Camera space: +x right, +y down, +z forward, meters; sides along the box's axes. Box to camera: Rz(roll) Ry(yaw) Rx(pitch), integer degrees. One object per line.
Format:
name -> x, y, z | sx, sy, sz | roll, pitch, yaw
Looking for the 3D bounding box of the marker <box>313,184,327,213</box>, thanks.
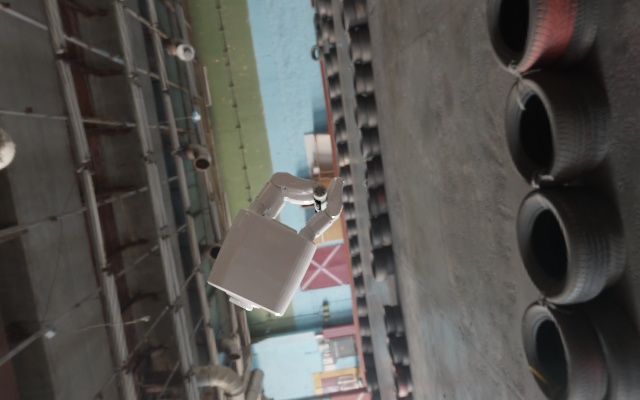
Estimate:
marker -> 0.000, 0.002, 0.681 | 0.020, 0.020, 0.121 | 0, -14, 1
